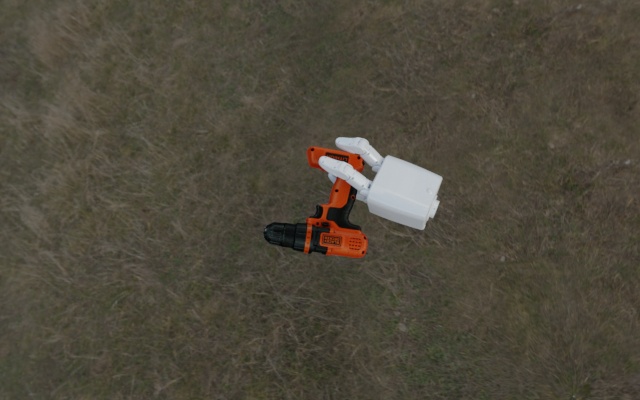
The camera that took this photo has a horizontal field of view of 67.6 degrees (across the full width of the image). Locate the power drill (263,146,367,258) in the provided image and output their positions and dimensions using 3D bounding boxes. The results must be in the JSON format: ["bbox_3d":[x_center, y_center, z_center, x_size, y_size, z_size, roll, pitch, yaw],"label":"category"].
[{"bbox_3d":[0.000,0.002,0.853,0.184,0.187,0.057,9,-8,-6],"label":"power drill"}]
